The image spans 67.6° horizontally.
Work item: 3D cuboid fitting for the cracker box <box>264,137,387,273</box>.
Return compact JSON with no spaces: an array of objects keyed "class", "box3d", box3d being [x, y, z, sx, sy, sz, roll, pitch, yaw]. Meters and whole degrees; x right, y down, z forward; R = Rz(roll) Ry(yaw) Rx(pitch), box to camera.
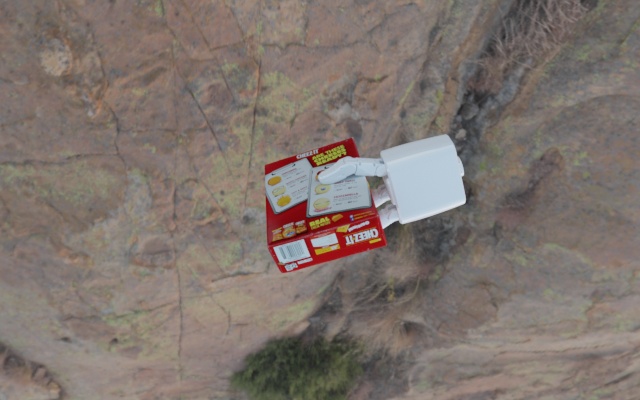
[{"class":"cracker box","box3d":[0.000,0.002,0.757,0.164,0.072,0.213,-17,37,5]}]
